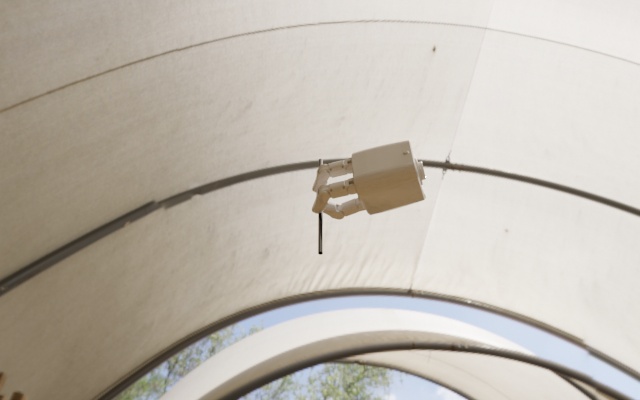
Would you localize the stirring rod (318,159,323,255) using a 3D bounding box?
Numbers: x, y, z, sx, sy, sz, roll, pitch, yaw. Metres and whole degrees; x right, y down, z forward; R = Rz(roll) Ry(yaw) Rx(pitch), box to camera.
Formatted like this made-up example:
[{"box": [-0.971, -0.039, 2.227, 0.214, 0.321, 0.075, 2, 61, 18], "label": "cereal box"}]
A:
[{"box": [0.000, 0.003, 0.868, 0.011, 0.011, 0.239, 0, 44, 0], "label": "stirring rod"}]
